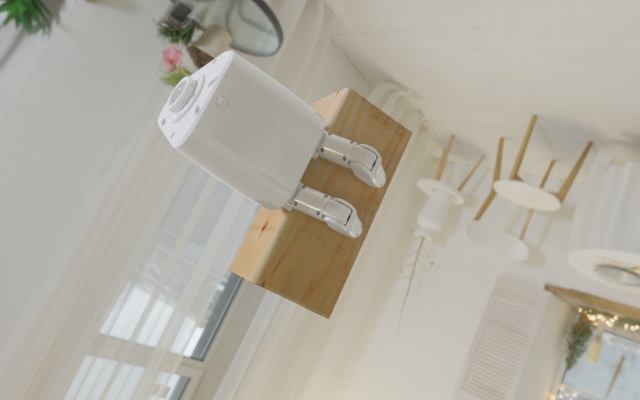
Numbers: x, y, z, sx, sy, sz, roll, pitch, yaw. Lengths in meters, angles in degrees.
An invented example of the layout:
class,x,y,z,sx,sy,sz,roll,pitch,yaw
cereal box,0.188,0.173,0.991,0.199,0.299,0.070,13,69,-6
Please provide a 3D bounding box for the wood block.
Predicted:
class,x,y,z,sx,sy,sz,roll,pitch,yaw
wood block,0.000,0.002,0.495,0.090,0.206,0.091,30,-12,-21
